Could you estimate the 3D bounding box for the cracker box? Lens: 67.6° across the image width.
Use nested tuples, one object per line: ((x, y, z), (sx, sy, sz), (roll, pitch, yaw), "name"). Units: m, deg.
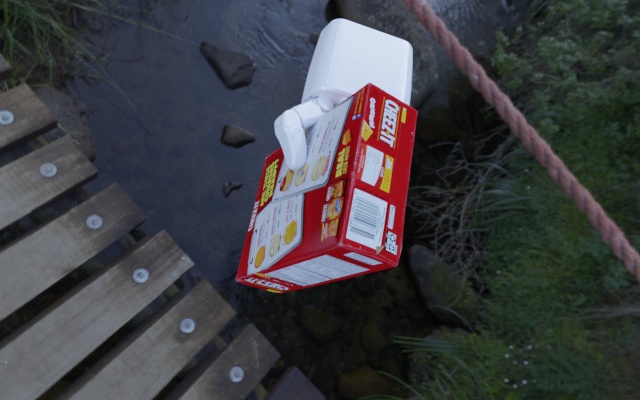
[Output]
((0.000, 0.002, 0.500), (0.072, 0.164, 0.214), (23, -27, -25), "cracker box")
